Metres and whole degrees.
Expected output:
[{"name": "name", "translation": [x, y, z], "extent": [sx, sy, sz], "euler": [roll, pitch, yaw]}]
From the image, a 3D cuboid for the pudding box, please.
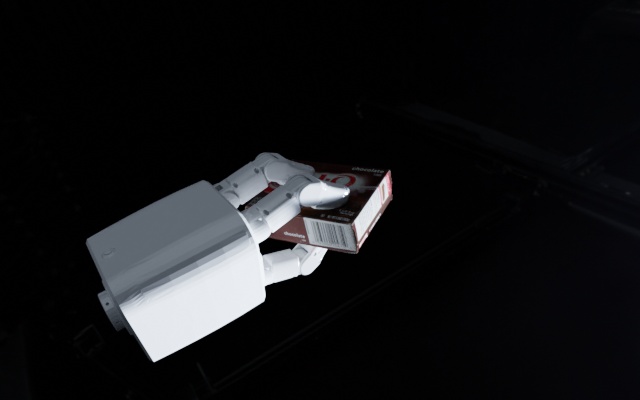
[{"name": "pudding box", "translation": [0.000, 0.002, 0.453], "extent": [0.113, 0.039, 0.090], "euler": [10, 40, 27]}]
